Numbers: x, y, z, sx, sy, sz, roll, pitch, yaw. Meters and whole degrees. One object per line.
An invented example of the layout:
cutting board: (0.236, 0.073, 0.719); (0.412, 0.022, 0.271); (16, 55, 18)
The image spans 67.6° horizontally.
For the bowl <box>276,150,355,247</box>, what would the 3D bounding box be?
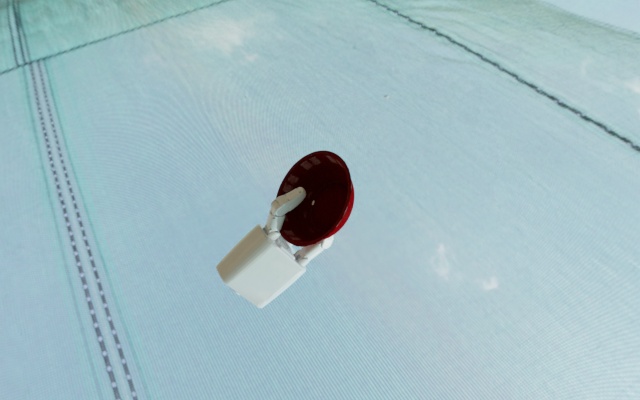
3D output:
bowl: (0.001, 0.002, 0.779); (0.162, 0.162, 0.055); (0, -17, 42)
